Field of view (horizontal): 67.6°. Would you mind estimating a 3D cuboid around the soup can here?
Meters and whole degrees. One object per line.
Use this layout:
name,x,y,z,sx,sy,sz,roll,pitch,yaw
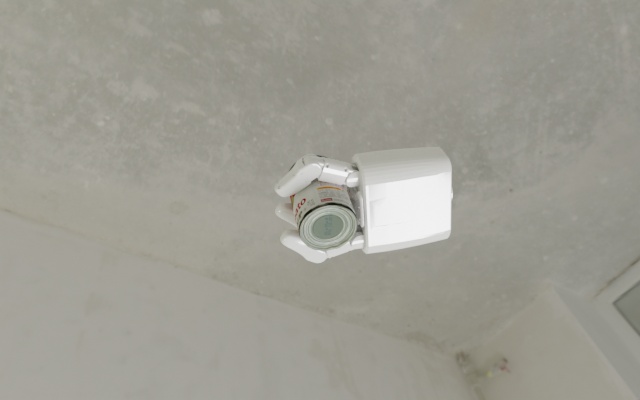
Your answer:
soup can,0.000,0.002,0.558,0.068,0.068,0.102,0,36,-13
